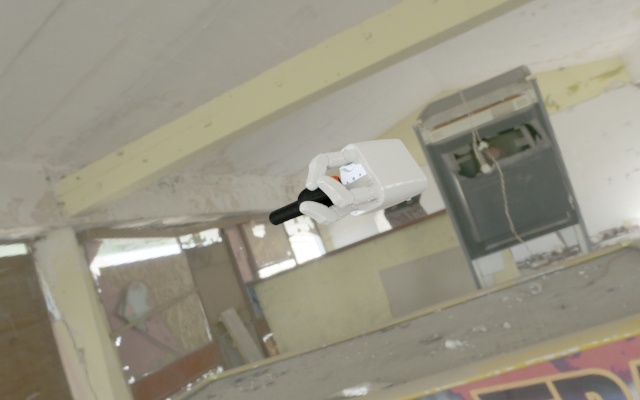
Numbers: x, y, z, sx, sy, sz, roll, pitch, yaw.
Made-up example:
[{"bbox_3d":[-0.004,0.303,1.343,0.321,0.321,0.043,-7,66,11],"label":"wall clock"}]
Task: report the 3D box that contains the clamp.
[{"bbox_3d":[0.000,0.002,0.789,0.120,0.039,0.171,-11,-11,-35],"label":"clamp"}]
